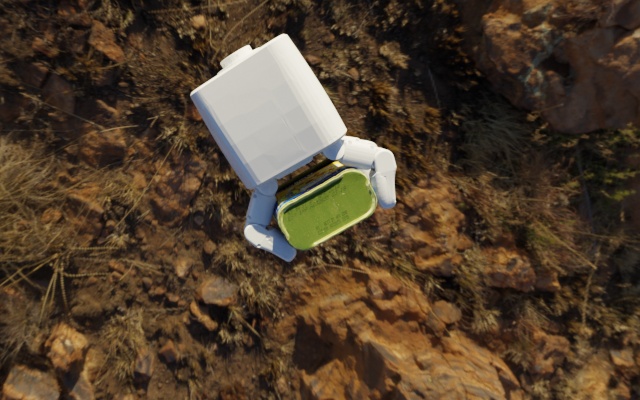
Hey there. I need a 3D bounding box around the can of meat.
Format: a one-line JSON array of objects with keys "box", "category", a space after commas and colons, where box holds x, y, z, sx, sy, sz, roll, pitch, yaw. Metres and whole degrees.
[{"box": [0.000, 0.002, 0.488, 0.102, 0.057, 0.084, -30, 15, -3], "category": "can of meat"}]
